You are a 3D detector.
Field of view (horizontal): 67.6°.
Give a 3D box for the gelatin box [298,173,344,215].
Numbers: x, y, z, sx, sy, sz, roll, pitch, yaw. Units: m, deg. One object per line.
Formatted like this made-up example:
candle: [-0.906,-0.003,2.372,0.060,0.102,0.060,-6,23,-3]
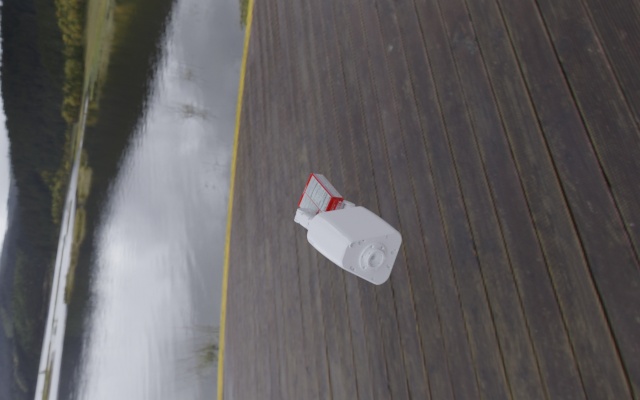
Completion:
gelatin box: [0.000,0.003,0.881,0.030,0.073,0.089,5,30,-36]
